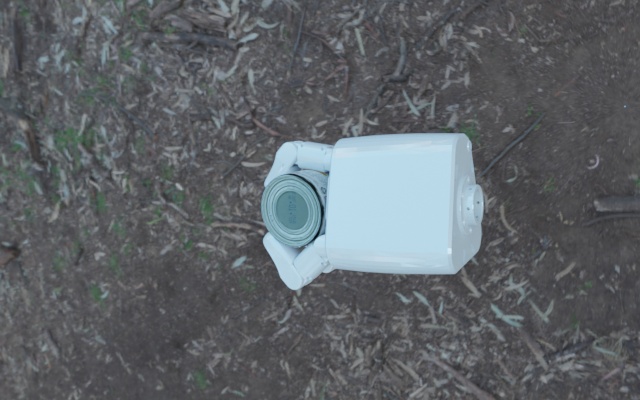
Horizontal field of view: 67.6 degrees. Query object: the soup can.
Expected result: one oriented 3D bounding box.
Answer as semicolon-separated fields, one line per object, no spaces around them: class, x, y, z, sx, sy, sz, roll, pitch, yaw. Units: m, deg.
soup can;-0.001;0.001;0.459;0.068;0.068;0.102;0;9;32
